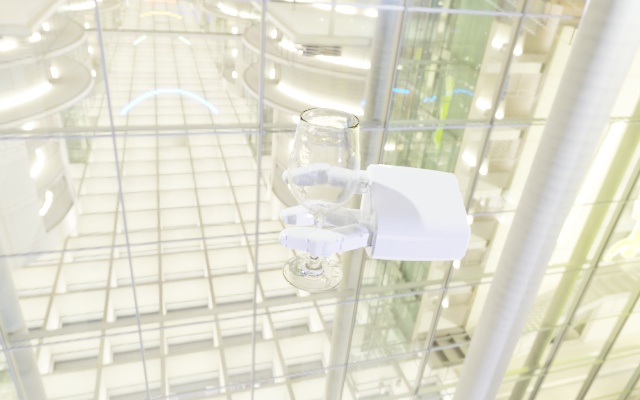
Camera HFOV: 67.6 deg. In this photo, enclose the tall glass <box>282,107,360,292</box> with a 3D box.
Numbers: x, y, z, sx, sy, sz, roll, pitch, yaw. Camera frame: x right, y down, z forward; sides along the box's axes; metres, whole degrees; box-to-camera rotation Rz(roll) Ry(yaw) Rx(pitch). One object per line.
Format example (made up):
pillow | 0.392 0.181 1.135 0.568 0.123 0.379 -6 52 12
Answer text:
tall glass | 0.000 0.002 0.535 0.079 0.201 0.079 4 30 -3
